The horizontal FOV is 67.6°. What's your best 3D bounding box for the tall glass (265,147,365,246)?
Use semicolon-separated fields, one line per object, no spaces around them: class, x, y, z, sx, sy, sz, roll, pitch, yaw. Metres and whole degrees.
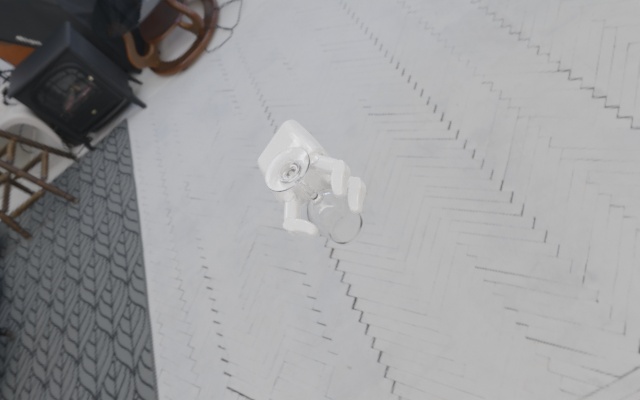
tall glass;0.000;0.002;0.746;0.079;0.079;0.201;0;-29;33
